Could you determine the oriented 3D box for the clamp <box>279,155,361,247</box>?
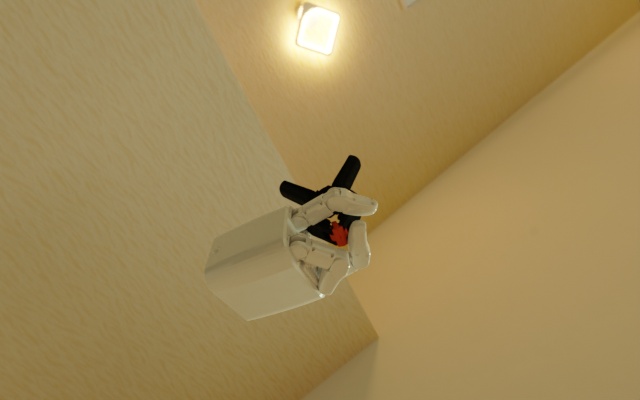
[{"bbox_3d":[0.000,0.003,0.622,0.120,0.039,0.171,-22,29,13],"label":"clamp"}]
